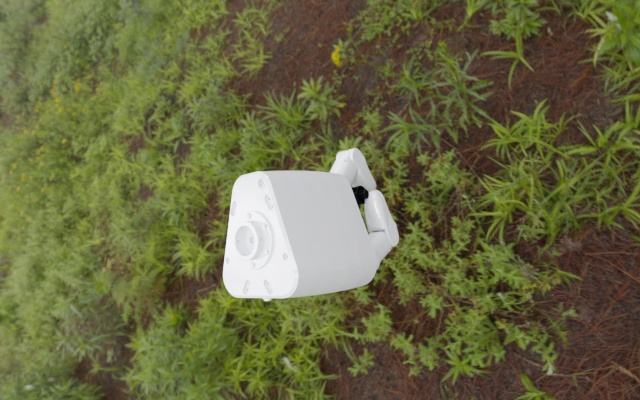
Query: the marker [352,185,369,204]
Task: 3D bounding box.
[{"bbox_3d":[0.000,0.002,0.513,0.121,0.020,0.020,-10,-6,40],"label":"marker"}]
